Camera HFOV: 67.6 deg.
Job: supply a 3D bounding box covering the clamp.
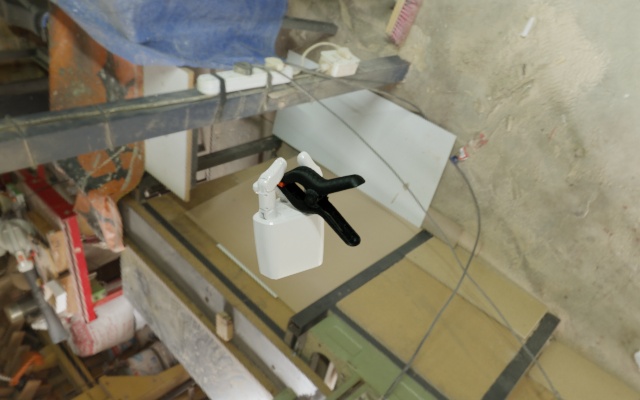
[{"bbox_3d":[0.000,0.002,0.741,0.171,0.120,0.039,18,29,40],"label":"clamp"}]
